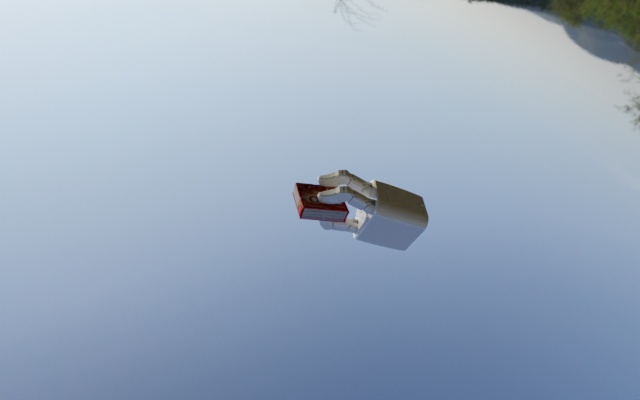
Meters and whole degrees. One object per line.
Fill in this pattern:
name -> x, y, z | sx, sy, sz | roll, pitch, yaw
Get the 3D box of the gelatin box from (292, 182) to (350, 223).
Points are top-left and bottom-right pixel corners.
gelatin box -> 0.000, 0.003, 0.860 | 0.089, 0.030, 0.073 | 5, 37, -20
